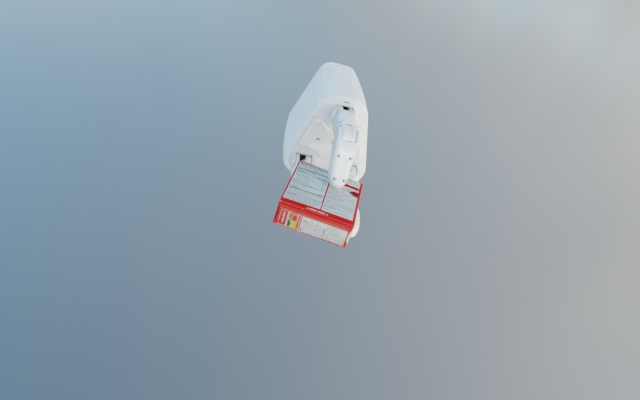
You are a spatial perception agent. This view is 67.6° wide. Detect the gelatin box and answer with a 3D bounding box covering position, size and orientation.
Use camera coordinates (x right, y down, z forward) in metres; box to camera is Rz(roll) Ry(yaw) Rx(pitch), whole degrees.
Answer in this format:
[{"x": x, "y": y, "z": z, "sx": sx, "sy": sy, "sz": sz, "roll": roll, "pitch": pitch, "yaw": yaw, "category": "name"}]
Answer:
[{"x": 0.000, "y": 0.001, "z": 0.474, "sx": 0.073, "sy": 0.030, "sz": 0.089, "roll": 20, "pitch": 32, "yaw": 0, "category": "gelatin box"}]
